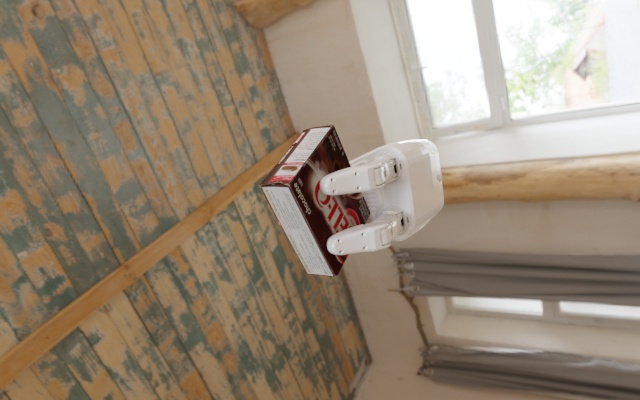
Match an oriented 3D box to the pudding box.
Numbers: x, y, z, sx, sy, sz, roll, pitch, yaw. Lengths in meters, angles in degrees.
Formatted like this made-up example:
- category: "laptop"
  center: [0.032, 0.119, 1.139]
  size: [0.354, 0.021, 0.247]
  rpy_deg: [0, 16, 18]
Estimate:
- category: "pudding box"
  center: [0.000, 0.001, 0.445]
  size: [0.039, 0.113, 0.090]
  rpy_deg: [-3, 38, 34]
